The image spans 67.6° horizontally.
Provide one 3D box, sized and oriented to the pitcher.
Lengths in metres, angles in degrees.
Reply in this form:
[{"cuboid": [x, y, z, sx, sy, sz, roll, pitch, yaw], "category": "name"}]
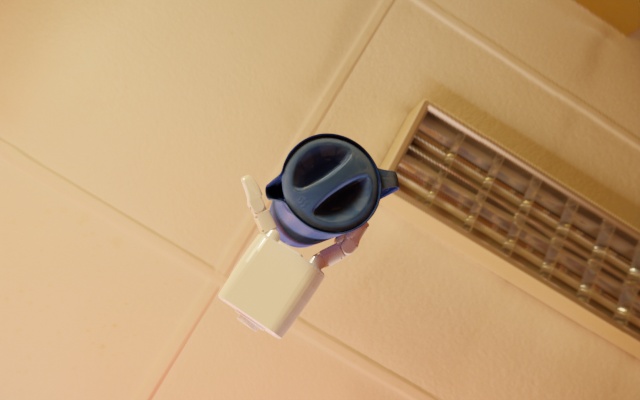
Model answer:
[{"cuboid": [0.000, 0.002, 0.715, 0.149, 0.145, 0.243, 36, -18, -3], "category": "pitcher"}]
